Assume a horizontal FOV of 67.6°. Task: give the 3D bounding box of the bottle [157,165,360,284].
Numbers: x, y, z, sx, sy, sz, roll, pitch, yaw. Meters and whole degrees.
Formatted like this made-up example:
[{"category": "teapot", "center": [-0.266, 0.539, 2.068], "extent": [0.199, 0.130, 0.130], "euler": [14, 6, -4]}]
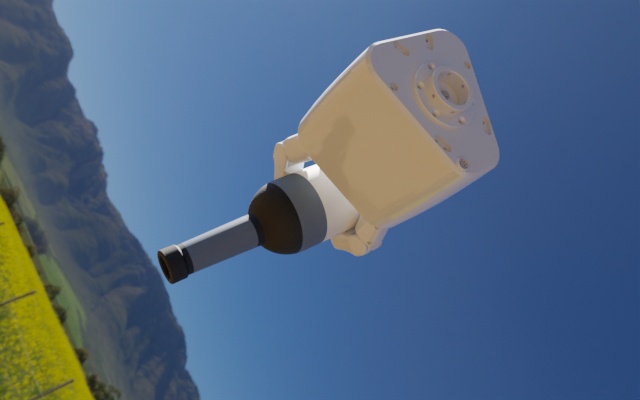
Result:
[{"category": "bottle", "center": [0.000, 0.001, 0.431], "extent": [0.295, 0.069, 0.069], "euler": [-23, 12, -31]}]
